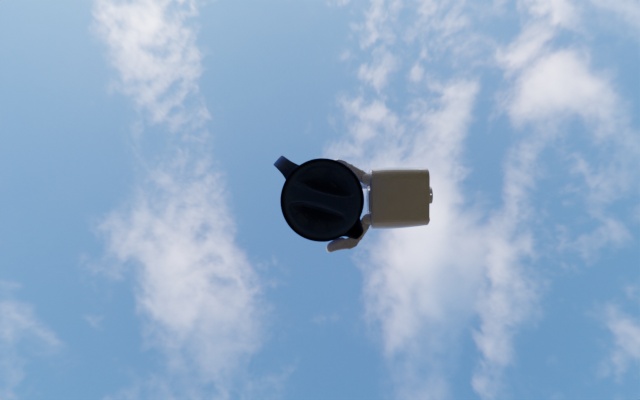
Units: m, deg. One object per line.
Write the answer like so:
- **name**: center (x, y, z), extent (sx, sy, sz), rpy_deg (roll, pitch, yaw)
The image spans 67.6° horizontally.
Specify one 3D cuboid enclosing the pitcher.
- **pitcher**: center (0.000, 0.003, 0.866), extent (0.145, 0.149, 0.243), rpy_deg (-4, -6, 2)
